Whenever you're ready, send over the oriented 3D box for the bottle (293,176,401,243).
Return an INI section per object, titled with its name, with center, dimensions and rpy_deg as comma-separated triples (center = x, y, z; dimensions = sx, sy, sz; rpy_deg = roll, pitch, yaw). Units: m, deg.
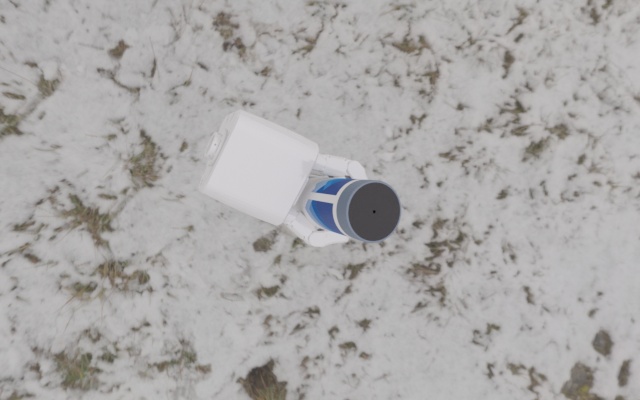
[bottle]
center = 0.000, 0.002, 0.634
dimensions = 0.069, 0.069, 0.295
rpy_deg = 0, 4, -23
